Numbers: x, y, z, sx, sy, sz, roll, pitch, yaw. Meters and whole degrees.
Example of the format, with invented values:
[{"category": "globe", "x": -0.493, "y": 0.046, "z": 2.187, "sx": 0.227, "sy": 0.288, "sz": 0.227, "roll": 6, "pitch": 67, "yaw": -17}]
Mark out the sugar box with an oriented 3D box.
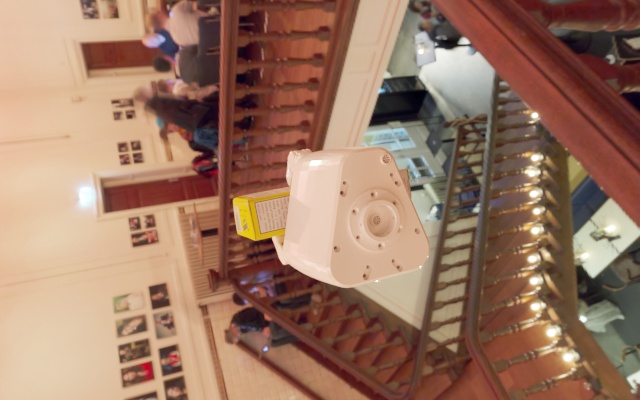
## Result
[{"category": "sugar box", "x": 0.000, "y": 0.002, "z": 0.518, "sx": 0.176, "sy": 0.048, "sz": 0.093, "roll": -10, "pitch": 5, "yaw": -20}]
